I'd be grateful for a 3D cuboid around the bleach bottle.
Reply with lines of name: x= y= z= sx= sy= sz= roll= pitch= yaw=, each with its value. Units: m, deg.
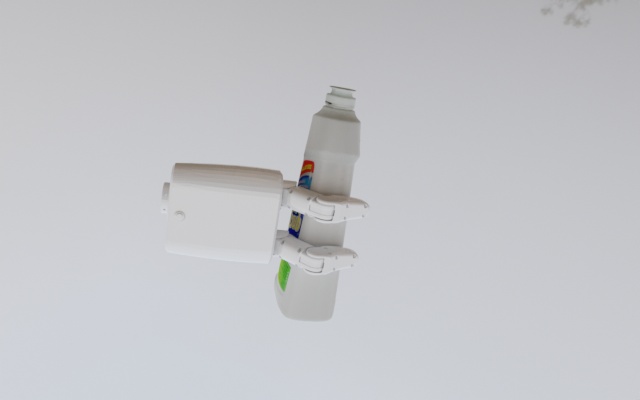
bleach bottle: x=0.000 y=0.002 z=0.527 sx=0.068 sy=0.251 sz=0.102 roll=6 pitch=18 yaw=-13
